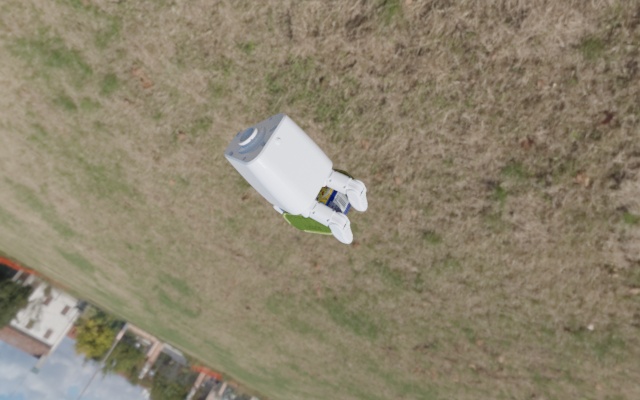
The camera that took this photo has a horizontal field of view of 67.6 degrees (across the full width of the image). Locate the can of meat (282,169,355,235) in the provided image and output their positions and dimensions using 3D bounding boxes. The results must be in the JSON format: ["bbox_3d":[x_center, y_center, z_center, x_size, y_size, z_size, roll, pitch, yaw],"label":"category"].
[{"bbox_3d":[0.000,0.003,0.730,0.102,0.084,0.057,2,-36,45],"label":"can of meat"}]
